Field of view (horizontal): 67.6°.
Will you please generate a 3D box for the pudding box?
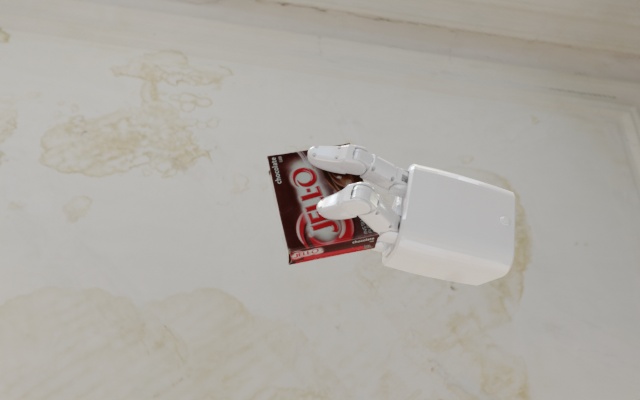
[{"bbox_3d":[0.000,0.002,0.480,0.090,0.113,0.039,-10,-32,-11],"label":"pudding box"}]
